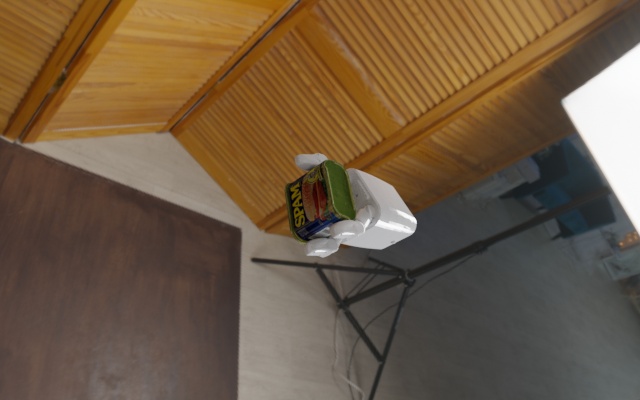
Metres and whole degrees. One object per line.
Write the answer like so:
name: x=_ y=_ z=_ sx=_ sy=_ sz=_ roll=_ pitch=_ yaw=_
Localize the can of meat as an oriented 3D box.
can of meat: x=0.000 y=0.002 z=0.688 sx=0.084 sy=0.102 sz=0.057 roll=-32 pitch=-36 yaw=34
